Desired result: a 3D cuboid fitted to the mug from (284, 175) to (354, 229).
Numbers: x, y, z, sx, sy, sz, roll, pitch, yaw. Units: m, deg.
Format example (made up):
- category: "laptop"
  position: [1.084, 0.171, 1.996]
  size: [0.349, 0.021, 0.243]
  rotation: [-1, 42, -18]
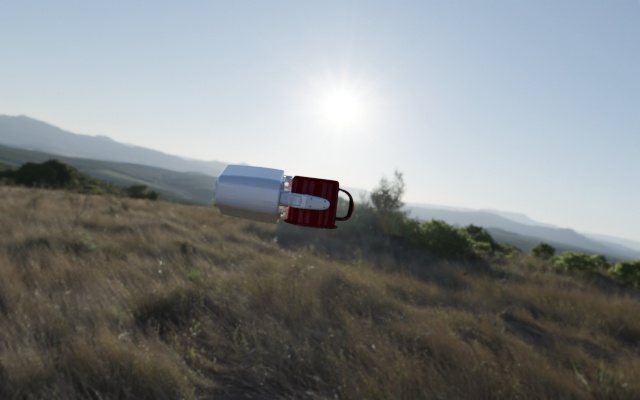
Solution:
- category: "mug"
  position: [0.002, 0.003, 0.817]
  size: [0.117, 0.081, 0.093]
  rotation: [7, 3, -5]
